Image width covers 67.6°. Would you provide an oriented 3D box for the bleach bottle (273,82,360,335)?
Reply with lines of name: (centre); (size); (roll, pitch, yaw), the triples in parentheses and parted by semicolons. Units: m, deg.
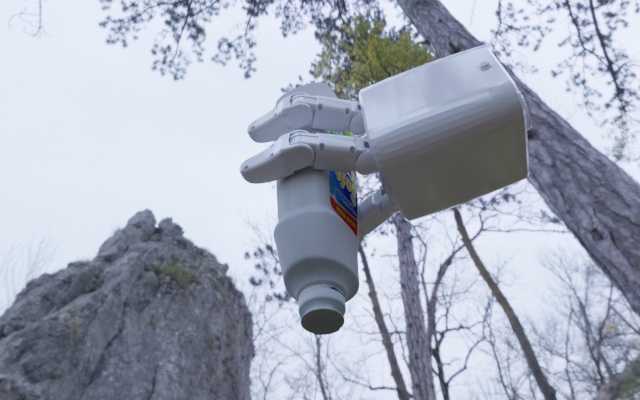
bleach bottle: (0.000, 0.001, 0.401); (0.068, 0.103, 0.250); (-19, 39, 13)
